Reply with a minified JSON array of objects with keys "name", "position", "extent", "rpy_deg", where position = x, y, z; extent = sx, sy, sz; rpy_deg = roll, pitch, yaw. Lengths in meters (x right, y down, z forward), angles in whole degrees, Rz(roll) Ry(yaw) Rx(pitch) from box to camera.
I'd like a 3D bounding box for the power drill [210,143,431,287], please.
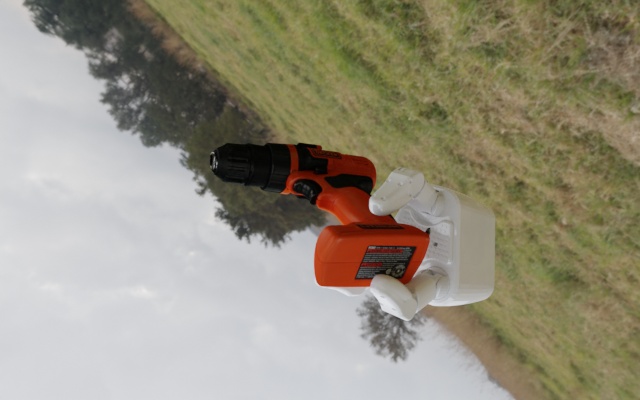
[{"name":"power drill","position":[0.000,0.002,0.451],"extent":[0.184,0.057,0.187],"rpy_deg":[2,31,-26]}]
